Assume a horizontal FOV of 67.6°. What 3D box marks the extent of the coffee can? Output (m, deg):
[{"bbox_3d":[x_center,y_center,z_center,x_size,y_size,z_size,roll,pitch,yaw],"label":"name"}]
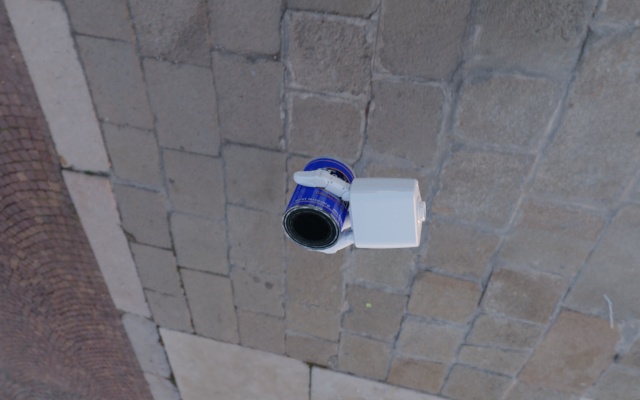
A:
[{"bbox_3d":[0.000,0.003,0.841,0.103,0.103,0.140,0,40,18],"label":"coffee can"}]
